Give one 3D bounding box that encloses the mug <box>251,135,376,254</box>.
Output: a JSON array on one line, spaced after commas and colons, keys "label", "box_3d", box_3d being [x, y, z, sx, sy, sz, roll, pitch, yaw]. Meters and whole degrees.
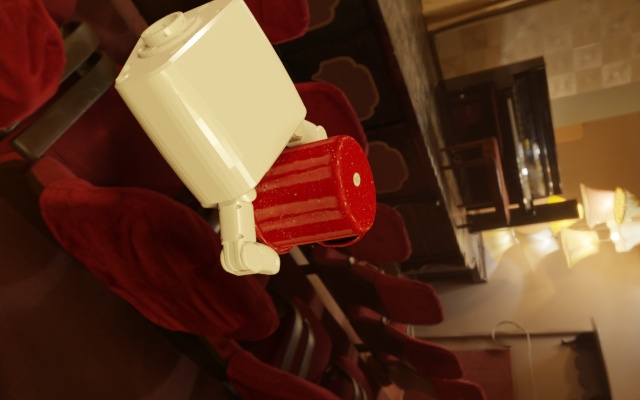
[{"label": "mug", "box_3d": [0.001, 0.002, 0.405, 0.081, 0.093, 0.117, -11, -48, 25]}]
